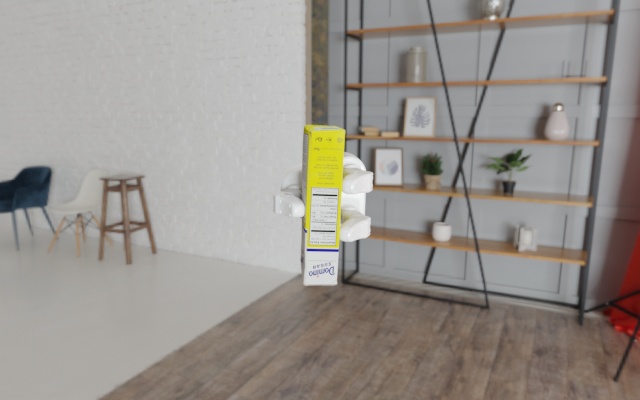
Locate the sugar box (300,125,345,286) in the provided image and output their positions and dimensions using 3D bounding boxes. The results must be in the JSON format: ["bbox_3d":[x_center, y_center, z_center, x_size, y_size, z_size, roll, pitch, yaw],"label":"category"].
[{"bbox_3d":[0.001,0.002,0.564,0.048,0.176,0.093,-1,12,-4],"label":"sugar box"}]
